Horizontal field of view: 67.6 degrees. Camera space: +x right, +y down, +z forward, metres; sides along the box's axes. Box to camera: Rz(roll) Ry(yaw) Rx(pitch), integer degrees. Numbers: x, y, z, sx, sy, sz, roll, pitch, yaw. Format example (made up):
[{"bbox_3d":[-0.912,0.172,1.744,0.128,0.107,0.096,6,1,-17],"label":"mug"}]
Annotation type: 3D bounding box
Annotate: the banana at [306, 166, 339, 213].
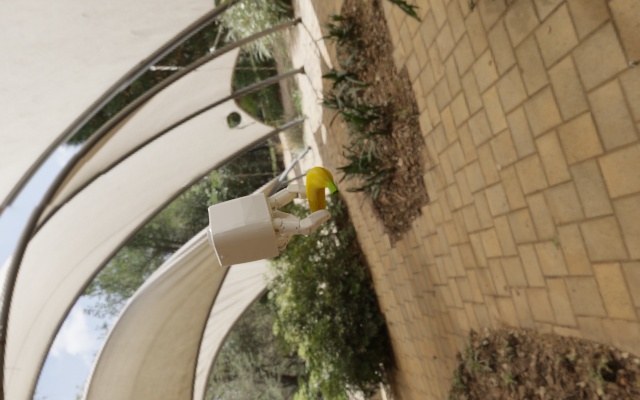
[{"bbox_3d":[-0.004,-0.016,0.829,0.037,0.069,0.198,-12,-13,-8],"label":"banana"}]
